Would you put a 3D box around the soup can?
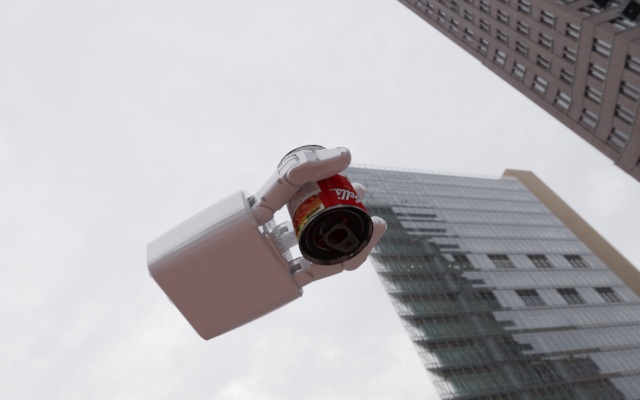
[{"bbox_3d":[0.000,0.001,0.447,0.068,0.068,0.102,0,37,-20],"label":"soup can"}]
